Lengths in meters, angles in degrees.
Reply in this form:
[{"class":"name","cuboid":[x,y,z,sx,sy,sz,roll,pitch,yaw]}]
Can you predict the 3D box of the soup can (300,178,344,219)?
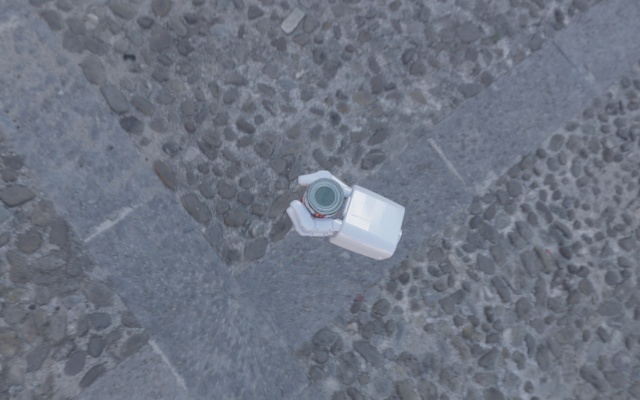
[{"class":"soup can","cuboid":[0.000,0.002,0.866,0.068,0.068,0.102,0,-12,-10]}]
